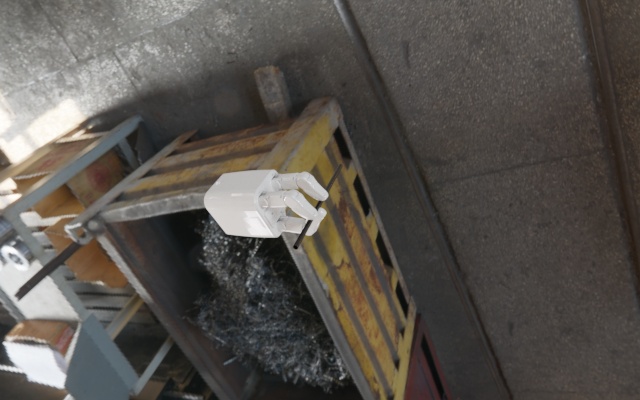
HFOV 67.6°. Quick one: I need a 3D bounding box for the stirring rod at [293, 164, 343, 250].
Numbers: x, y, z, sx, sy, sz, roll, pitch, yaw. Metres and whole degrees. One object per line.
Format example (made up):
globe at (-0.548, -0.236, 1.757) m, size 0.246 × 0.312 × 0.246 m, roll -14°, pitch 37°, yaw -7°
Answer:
stirring rod at (0.000, 0.003, 0.811) m, size 0.011 × 0.011 × 0.239 m, roll 0°, pitch 35°, yaw 23°
